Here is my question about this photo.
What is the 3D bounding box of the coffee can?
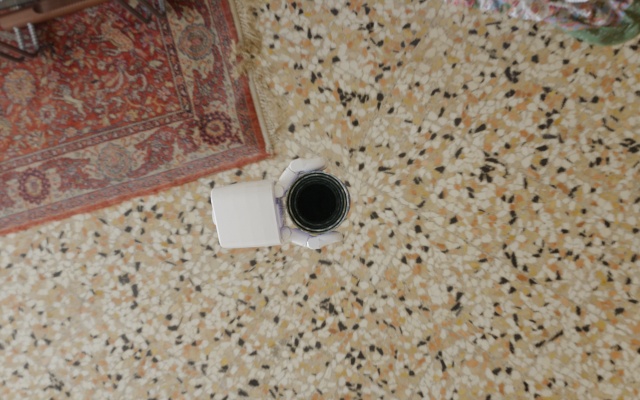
[{"bbox_3d":[0.000,0.003,0.825,0.103,0.103,0.140,0,1,5],"label":"coffee can"}]
